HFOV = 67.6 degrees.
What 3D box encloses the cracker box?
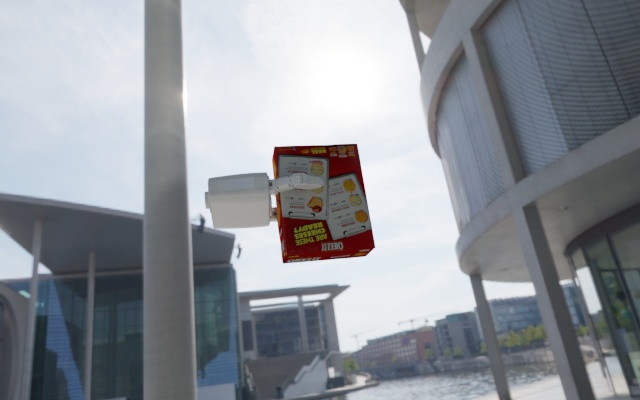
[{"bbox_3d":[0.000,0.003,0.894,0.164,0.213,0.072,-3,-21,-12],"label":"cracker box"}]
